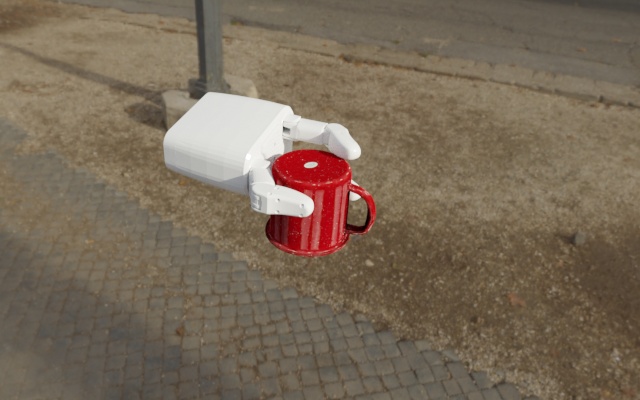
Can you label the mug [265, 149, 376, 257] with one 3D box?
[{"bbox_3d":[0.001,0.002,0.495,0.117,0.081,0.093,15,33,16],"label":"mug"}]
